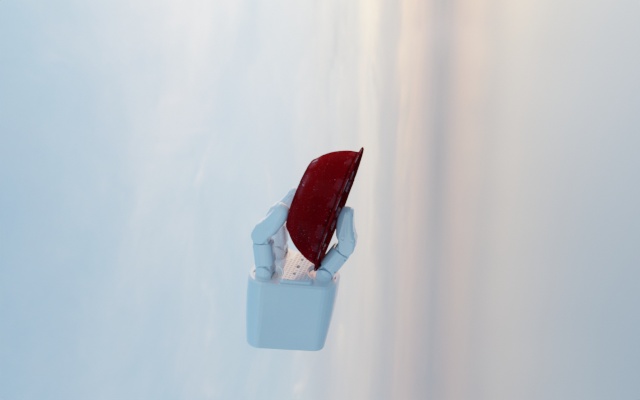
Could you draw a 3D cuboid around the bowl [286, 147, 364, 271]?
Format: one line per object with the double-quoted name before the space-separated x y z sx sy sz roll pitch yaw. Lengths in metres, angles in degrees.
"bowl" 0.000 0.001 0.584 0.055 0.162 0.162 22 2 5
